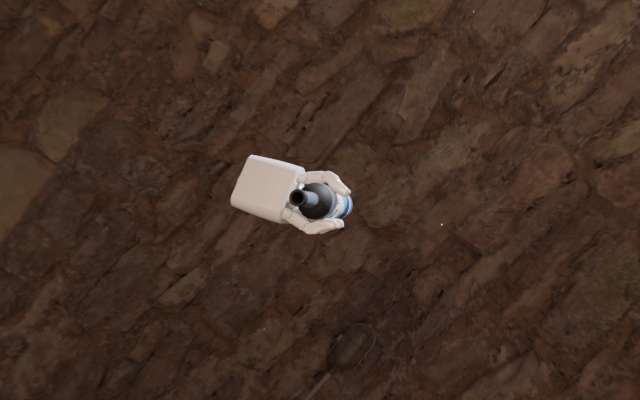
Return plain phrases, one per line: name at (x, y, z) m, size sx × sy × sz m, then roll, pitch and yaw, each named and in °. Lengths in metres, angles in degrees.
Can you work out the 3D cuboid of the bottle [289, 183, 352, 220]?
bottle at (0.000, 0.003, 0.886) m, size 0.069 × 0.069 × 0.296 m, roll 0°, pitch -3°, yaw 14°
